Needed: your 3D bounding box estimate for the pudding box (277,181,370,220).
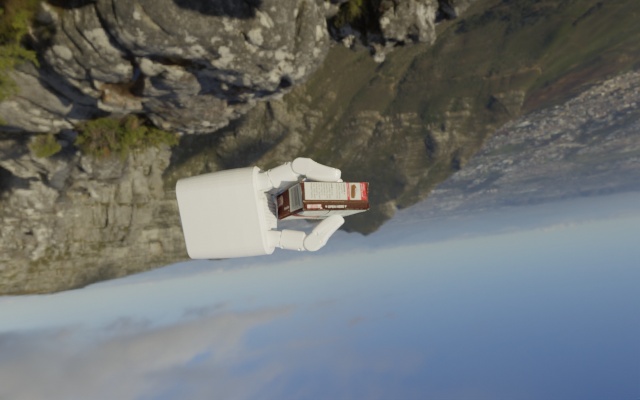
[{"bbox_3d":[0.000,0.002,0.618,0.090,0.039,0.113,-1,-6,-20],"label":"pudding box"}]
